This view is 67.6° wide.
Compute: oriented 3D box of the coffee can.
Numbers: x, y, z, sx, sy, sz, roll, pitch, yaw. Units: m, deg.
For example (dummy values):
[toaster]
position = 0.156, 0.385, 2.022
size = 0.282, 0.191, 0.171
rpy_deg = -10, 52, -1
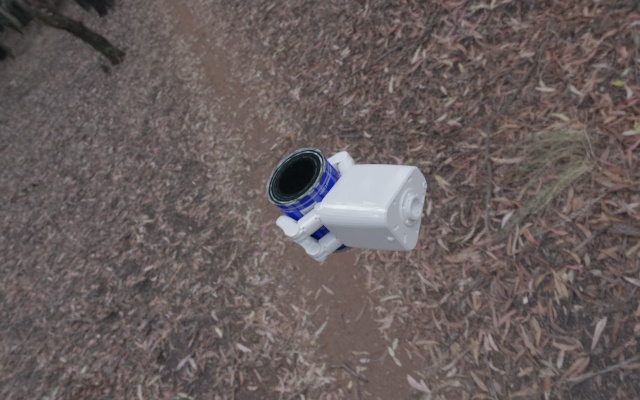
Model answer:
[coffee can]
position = 0.000, 0.002, 0.728
size = 0.103, 0.102, 0.140
rpy_deg = 0, -33, 39
